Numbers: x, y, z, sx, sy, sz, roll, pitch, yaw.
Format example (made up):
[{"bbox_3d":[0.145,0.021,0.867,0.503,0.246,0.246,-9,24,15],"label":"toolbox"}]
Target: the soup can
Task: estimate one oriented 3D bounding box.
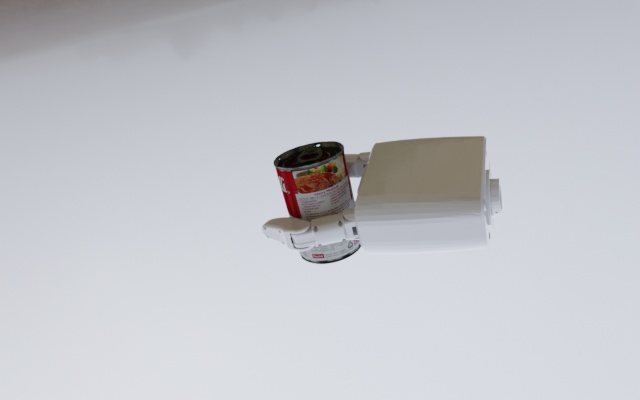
[{"bbox_3d":[0.000,0.002,0.465,0.068,0.102,0.068,-12,23,5],"label":"soup can"}]
